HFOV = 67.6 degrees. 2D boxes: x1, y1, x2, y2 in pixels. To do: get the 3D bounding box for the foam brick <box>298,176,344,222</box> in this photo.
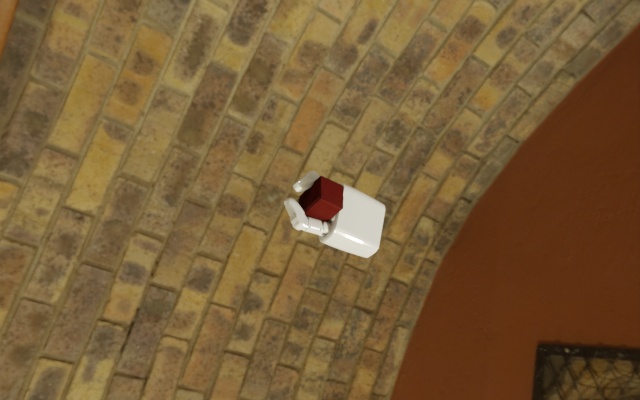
[{"bbox_3d":[0.000,0.003,0.863,0.051,0.053,0.078,24,-42,-24],"label":"foam brick"}]
